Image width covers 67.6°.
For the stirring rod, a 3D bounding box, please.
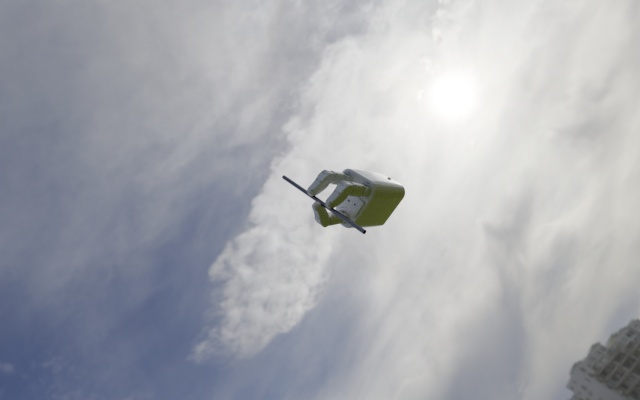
[{"bbox_3d":[0.000,0.003,0.885,0.011,0.011,0.239,0,25,-43],"label":"stirring rod"}]
